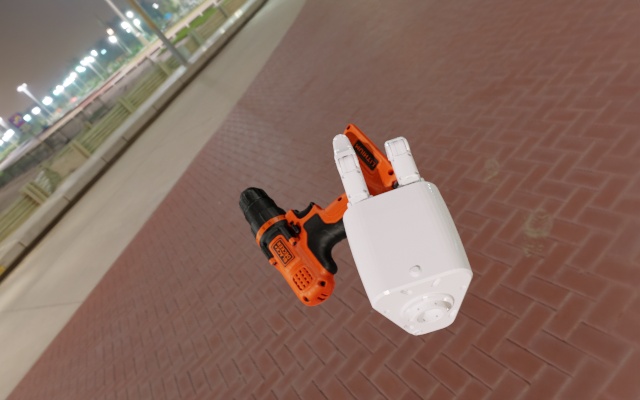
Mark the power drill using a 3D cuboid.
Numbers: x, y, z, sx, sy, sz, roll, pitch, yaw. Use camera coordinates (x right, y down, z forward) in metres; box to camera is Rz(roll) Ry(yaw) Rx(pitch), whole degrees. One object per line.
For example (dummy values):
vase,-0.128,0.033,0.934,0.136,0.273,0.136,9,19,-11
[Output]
power drill,0.001,0.002,0.571,0.184,0.188,0.057,50,12,30
